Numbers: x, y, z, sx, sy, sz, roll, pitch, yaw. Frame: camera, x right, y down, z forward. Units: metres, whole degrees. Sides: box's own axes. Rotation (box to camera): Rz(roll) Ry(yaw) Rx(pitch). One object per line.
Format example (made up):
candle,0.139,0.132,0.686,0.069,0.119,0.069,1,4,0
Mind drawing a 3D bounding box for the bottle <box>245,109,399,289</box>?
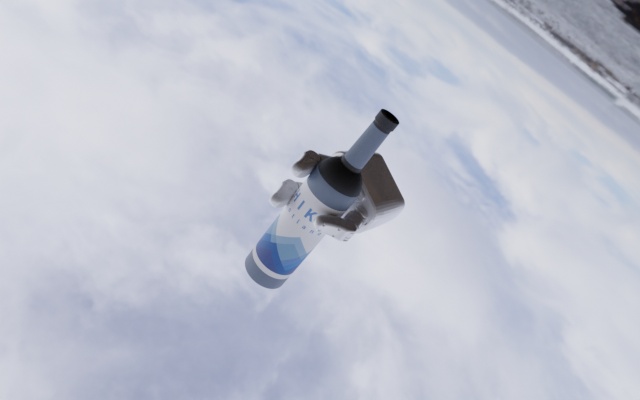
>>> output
bottle,0.000,0.002,0.625,0.069,0.069,0.296,0,-43,-49
